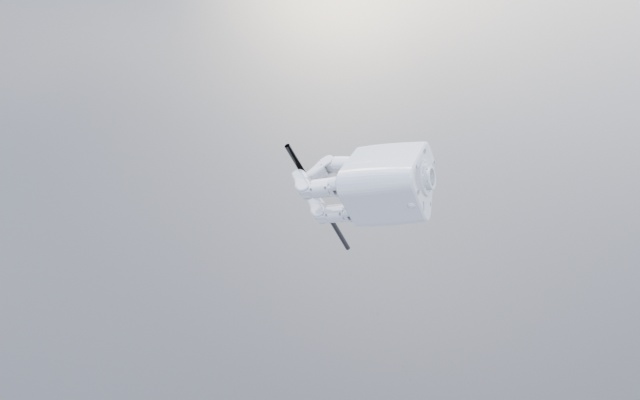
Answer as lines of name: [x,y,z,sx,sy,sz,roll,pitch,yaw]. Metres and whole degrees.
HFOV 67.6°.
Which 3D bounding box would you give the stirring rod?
stirring rod: [0.000,0.002,0.753,0.011,0.011,0.240,0,-42,32]
